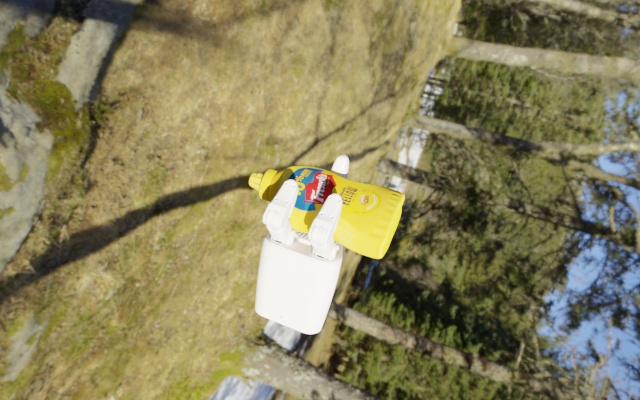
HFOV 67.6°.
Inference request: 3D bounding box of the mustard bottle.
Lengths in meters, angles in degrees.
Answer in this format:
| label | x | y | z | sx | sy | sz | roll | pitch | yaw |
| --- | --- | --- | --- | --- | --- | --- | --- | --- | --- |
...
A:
| label | x | y | z | sx | sy | sz | roll | pitch | yaw |
| --- | --- | --- | --- | --- | --- | --- | --- | --- | --- |
| mustard bottle | 0.000 | 0.002 | 0.589 | 0.191 | 0.058 | 0.096 | 18 | 46 | 14 |
